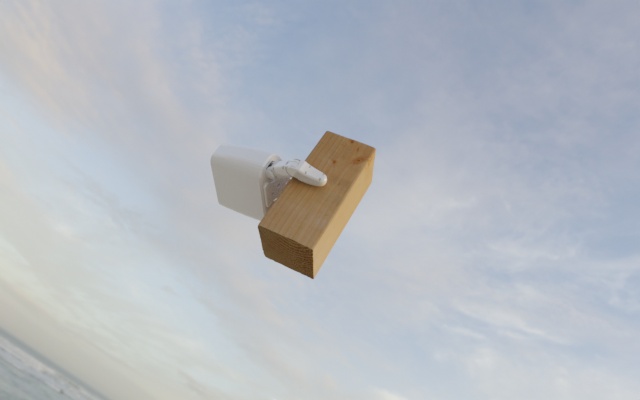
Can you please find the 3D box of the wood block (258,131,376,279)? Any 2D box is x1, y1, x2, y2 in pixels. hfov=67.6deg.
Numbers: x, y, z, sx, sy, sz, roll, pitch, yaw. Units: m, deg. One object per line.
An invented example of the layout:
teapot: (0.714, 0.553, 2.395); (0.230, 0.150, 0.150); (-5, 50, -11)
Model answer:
wood block: (0.000, 0.002, 0.734); (0.090, 0.206, 0.091); (23, -32, 17)
